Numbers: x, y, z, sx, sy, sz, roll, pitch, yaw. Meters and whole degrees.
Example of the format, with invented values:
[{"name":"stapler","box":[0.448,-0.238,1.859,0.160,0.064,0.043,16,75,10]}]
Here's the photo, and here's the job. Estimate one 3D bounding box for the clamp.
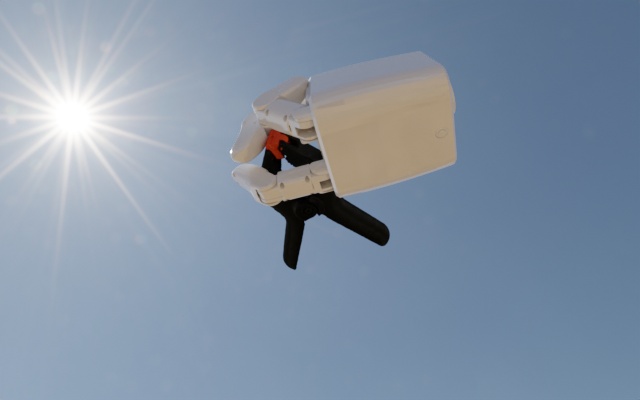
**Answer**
[{"name":"clamp","box":[0.000,0.001,0.477,0.120,0.172,0.039,-14,41,5]}]
